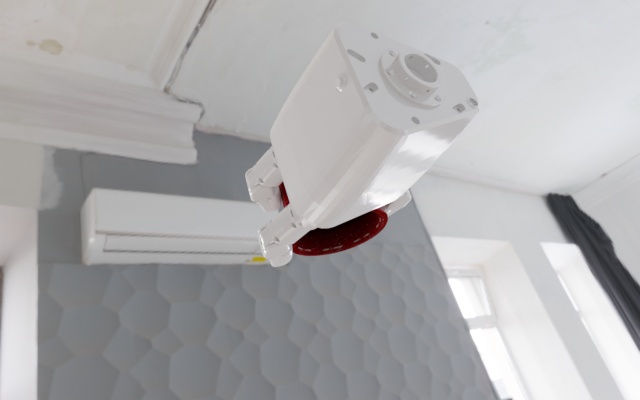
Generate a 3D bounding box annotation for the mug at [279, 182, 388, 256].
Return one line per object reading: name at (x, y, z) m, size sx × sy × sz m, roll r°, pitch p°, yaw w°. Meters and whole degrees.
mug at (-0.001, 0.002, 0.452) m, size 0.093 × 0.081 × 0.117 m, roll 1°, pitch -31°, yaw -32°
